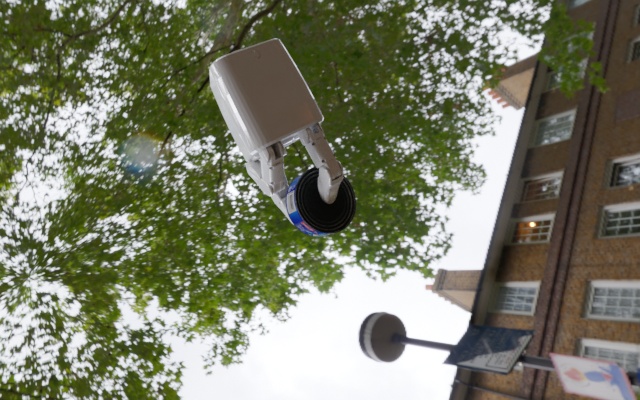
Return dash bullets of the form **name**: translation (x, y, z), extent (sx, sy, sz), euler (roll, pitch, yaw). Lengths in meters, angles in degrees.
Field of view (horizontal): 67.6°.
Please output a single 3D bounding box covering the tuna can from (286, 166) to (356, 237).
- **tuna can**: translation (0.000, 0.002, 0.600), extent (0.086, 0.086, 0.034), euler (0, -13, -29)
